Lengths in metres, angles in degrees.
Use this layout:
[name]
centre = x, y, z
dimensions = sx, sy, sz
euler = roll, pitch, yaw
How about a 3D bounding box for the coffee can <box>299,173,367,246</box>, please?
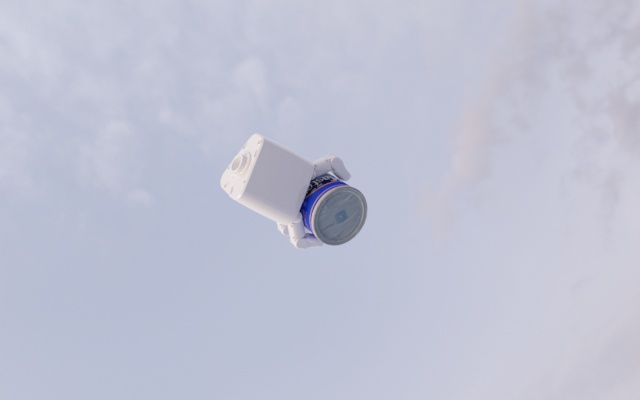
[coffee can]
centre = 0.000, 0.003, 0.823
dimensions = 0.103, 0.103, 0.140
euler = 0, 20, -31
